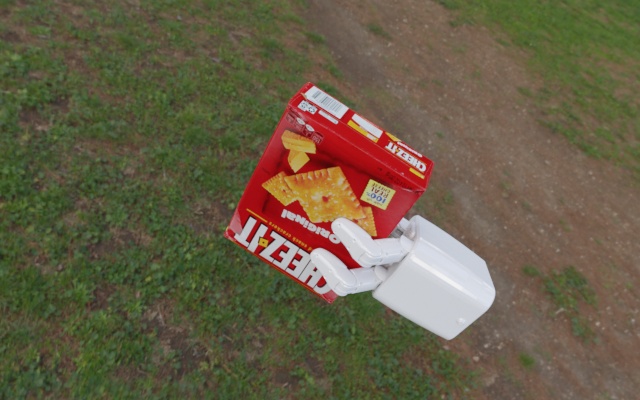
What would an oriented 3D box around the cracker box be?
[{"bbox_3d":[0.000,0.002,0.551,0.164,0.214,0.072,33,37,0],"label":"cracker box"}]
